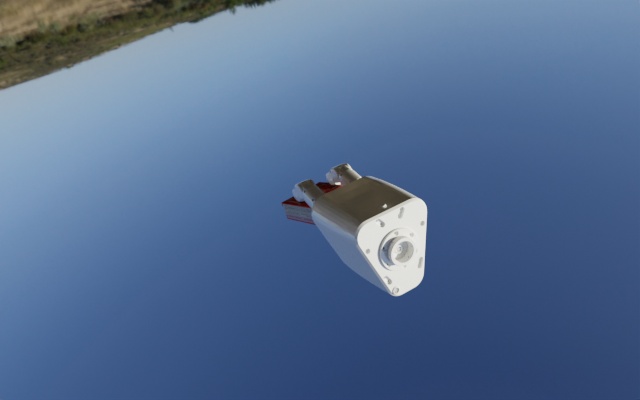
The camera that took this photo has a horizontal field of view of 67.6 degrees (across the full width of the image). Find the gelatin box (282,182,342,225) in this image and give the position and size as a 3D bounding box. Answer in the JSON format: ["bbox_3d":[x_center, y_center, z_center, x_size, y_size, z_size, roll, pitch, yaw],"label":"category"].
[{"bbox_3d":[0.000,0.003,0.667,0.073,0.030,0.089,-30,21,-30],"label":"gelatin box"}]
